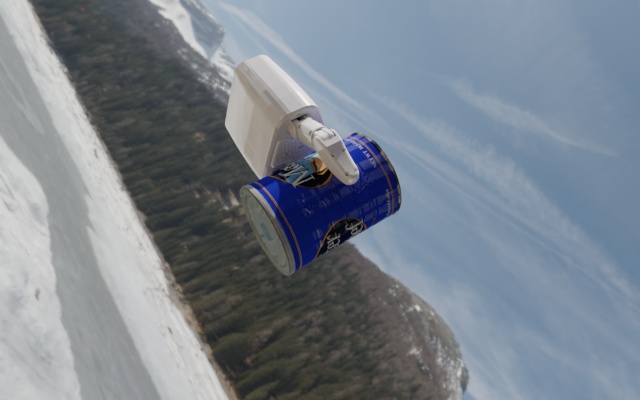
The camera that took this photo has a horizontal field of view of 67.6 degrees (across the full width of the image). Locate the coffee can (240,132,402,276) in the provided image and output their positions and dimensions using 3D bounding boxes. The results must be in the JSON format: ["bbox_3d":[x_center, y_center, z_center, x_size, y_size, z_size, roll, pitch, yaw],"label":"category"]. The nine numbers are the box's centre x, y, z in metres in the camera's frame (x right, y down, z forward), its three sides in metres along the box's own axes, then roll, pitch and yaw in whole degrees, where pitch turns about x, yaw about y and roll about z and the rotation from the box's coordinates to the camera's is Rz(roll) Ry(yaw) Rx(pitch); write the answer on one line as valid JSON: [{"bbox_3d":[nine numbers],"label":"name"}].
[{"bbox_3d":[0.000,0.002,0.512,0.140,0.103,0.103,-28,10,-19],"label":"coffee can"}]
